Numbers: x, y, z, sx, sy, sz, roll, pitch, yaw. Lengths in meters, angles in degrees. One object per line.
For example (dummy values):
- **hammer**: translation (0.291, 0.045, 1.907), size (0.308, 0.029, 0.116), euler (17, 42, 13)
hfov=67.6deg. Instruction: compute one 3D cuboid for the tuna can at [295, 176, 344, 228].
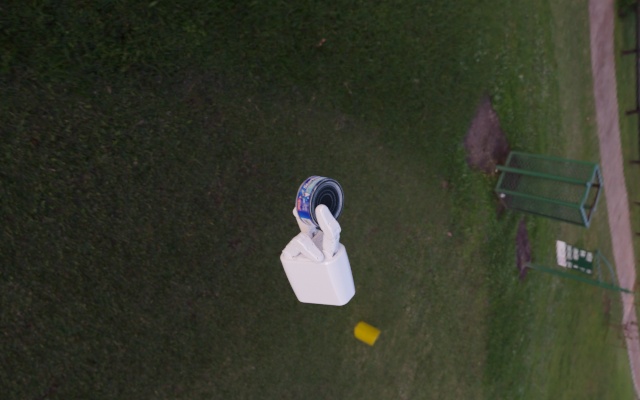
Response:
- **tuna can**: translation (0.001, 0.003, 0.804), size (0.033, 0.086, 0.086), euler (11, 8, 43)
